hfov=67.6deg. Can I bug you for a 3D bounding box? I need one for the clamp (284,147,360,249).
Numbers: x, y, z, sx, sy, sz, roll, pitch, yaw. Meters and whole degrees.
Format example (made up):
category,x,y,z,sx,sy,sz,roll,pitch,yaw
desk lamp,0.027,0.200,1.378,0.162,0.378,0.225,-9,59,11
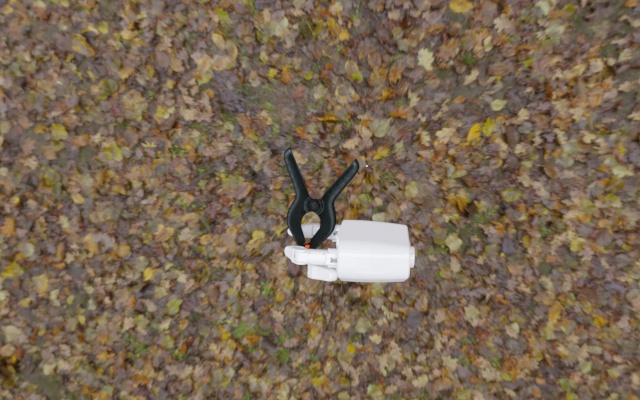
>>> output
category,x,y,z,sx,sy,sz,roll,pitch,yaw
clamp,0.000,0.003,0.759,0.120,0.171,0.039,2,4,7
